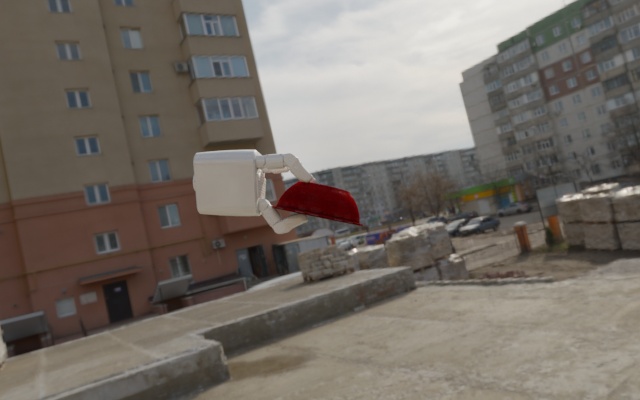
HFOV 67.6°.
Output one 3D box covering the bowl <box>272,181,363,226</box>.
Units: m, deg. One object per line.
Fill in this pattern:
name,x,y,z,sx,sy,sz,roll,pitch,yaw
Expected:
bowl,0.002,0.003,0.831,0.162,0.055,0.162,12,-2,1
